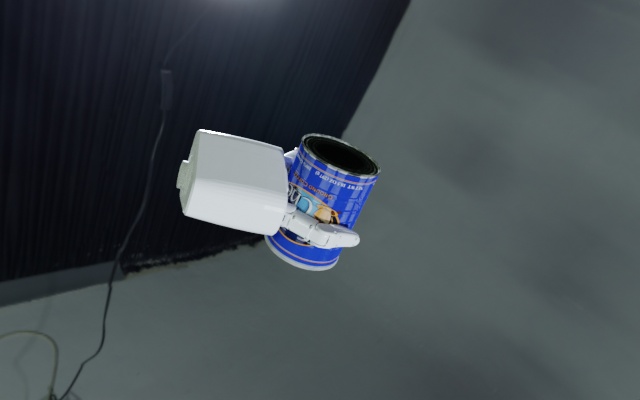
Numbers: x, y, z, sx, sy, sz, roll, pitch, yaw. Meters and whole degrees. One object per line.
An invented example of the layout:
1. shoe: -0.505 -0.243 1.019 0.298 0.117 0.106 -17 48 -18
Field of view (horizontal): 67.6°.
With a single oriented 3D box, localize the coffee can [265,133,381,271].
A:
1. coffee can: 0.000 0.002 0.600 0.103 0.140 0.102 19 25 -10
